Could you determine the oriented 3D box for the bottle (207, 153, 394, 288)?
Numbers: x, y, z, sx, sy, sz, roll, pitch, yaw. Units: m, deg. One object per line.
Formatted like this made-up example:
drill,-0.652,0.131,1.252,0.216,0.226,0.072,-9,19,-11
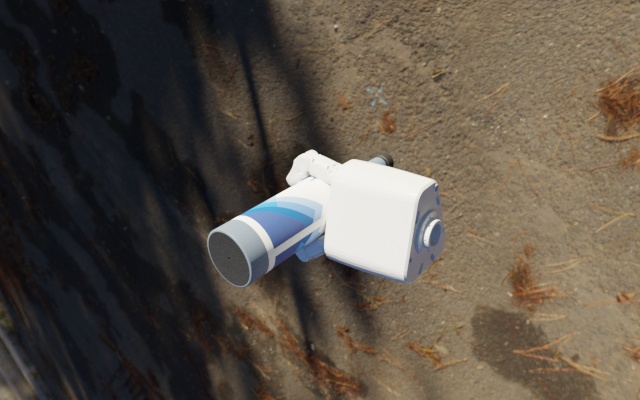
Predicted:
bottle,0.000,0.002,0.580,0.069,0.069,0.295,0,23,43
